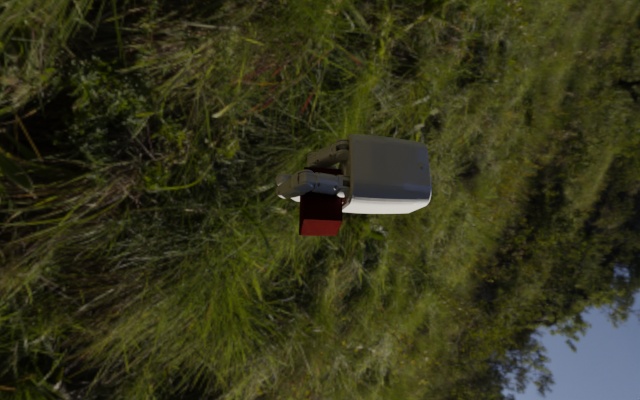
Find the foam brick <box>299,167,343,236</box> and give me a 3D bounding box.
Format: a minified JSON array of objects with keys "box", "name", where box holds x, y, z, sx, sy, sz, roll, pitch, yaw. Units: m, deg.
[{"box":[0.000,0.002,0.629,0.051,0.078,0.053,4,-26,-7],"name":"foam brick"}]
